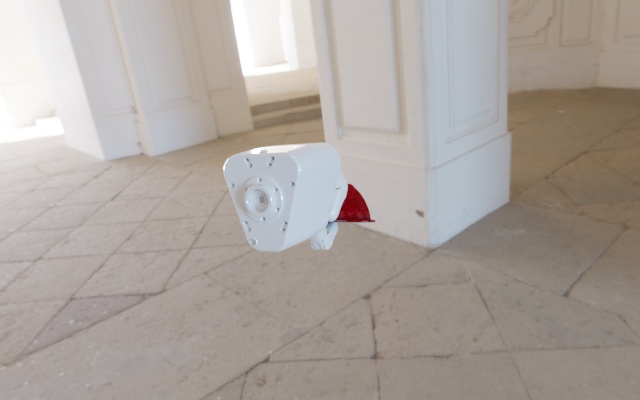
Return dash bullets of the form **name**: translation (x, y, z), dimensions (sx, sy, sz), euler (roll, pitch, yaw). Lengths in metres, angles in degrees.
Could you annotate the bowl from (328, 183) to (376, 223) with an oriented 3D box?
- **bowl**: translation (0.000, 0.002, 0.697), dimensions (0.162, 0.055, 0.162), euler (2, -2, 0)
